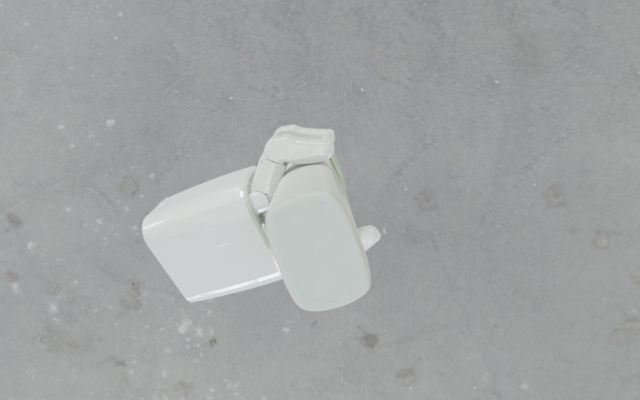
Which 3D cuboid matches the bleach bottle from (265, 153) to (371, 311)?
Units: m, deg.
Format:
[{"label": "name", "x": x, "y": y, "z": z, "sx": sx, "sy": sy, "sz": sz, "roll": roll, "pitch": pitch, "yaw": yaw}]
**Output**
[{"label": "bleach bottle", "x": 0.000, "y": 0.001, "z": 0.479, "sx": 0.068, "sy": 0.102, "sz": 0.250, "roll": -18, "pitch": 17, "yaw": 7}]
